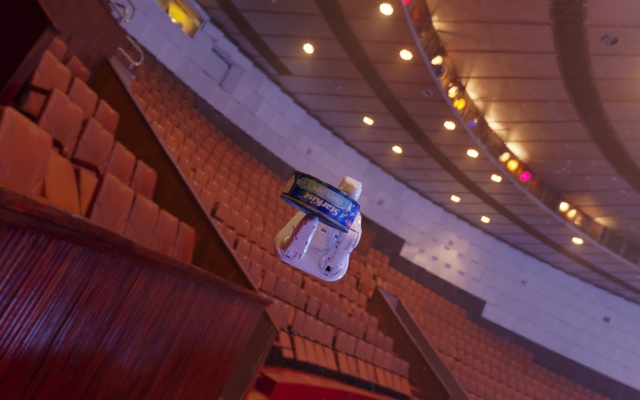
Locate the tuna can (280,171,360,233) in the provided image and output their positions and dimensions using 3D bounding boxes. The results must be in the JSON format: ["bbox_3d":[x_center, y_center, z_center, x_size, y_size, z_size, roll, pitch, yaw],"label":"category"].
[{"bbox_3d":[0.000,0.001,0.526,0.086,0.033,0.086,28,-6,3],"label":"tuna can"}]
